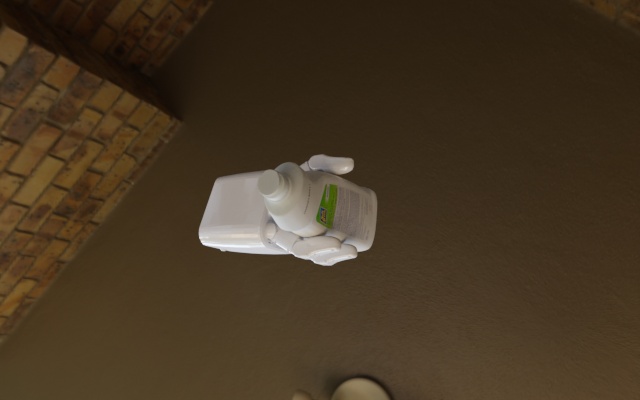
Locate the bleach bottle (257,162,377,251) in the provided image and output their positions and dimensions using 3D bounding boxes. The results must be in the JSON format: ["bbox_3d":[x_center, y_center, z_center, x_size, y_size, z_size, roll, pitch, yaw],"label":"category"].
[{"bbox_3d":[0.000,0.002,0.617,0.068,0.102,0.251,-2,-15,26],"label":"bleach bottle"}]
